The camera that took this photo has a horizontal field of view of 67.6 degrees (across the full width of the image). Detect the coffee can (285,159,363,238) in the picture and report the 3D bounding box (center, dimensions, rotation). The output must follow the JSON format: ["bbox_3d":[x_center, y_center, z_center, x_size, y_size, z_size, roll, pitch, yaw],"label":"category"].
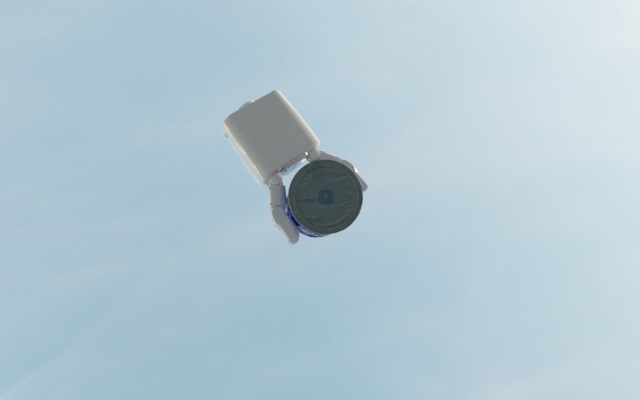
[{"bbox_3d":[0.000,0.002,0.713,0.103,0.103,0.140,0,-6,-6],"label":"coffee can"}]
